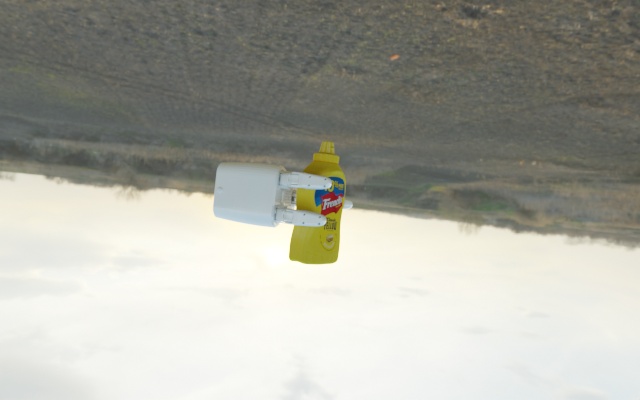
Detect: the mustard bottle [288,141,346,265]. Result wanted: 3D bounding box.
[{"bbox_3d":[0.000,0.003,0.753,0.058,0.191,0.096,7,0,39],"label":"mustard bottle"}]
